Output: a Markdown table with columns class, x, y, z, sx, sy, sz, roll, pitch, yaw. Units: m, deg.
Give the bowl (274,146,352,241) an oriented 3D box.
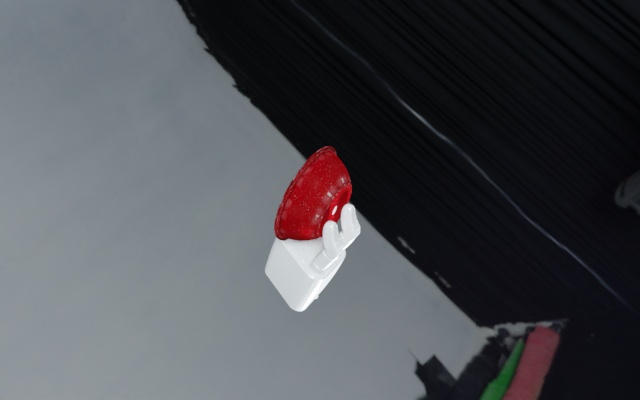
| class | x | y | z | sx | sy | sz | roll | pitch | yaw |
| --- | --- | --- | --- | --- | --- | --- | --- | --- | --- |
| bowl | 0.001 | 0.002 | 0.716 | 0.055 | 0.162 | 0.162 | 30 | 10 | 18 |
